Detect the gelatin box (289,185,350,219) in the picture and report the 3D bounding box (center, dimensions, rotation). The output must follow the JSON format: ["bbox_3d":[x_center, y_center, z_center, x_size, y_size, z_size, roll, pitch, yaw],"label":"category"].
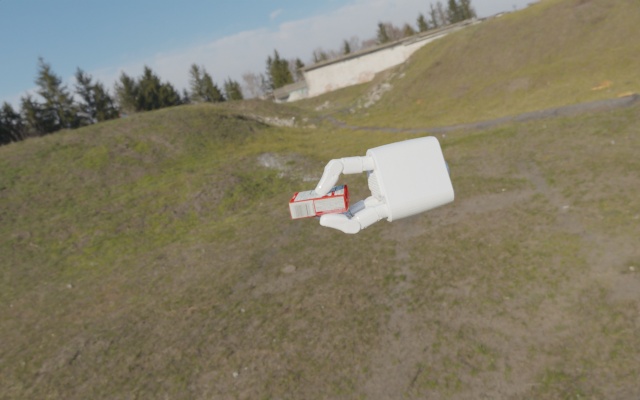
[{"bbox_3d":[0.000,0.002,0.748,0.089,0.030,0.073,-8,12,6],"label":"gelatin box"}]
